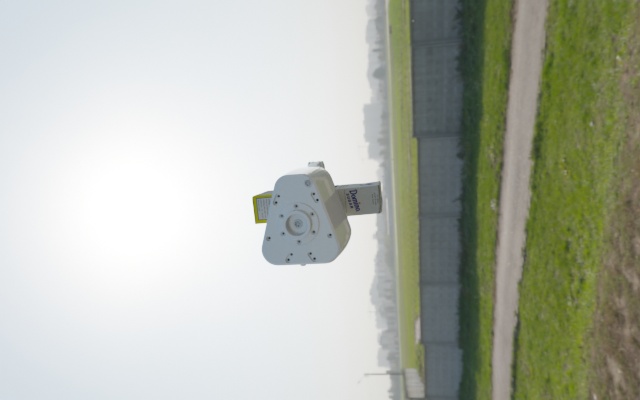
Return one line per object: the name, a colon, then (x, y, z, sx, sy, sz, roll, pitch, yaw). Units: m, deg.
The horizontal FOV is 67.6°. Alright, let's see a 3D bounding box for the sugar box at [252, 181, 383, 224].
sugar box: (0.000, 0.003, 0.688, 0.176, 0.048, 0.093, -3, 6, 9)
